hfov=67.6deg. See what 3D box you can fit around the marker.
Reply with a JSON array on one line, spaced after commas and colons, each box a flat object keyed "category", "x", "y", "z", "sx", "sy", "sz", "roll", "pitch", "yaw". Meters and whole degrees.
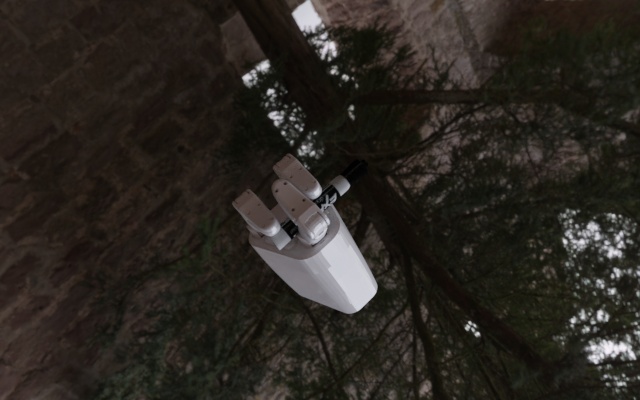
[{"category": "marker", "x": 0.000, "y": 0.001, "z": 0.463, "sx": 0.121, "sy": 0.020, "sz": 0.020, "roll": -41, "pitch": 8, "yaw": -10}]
